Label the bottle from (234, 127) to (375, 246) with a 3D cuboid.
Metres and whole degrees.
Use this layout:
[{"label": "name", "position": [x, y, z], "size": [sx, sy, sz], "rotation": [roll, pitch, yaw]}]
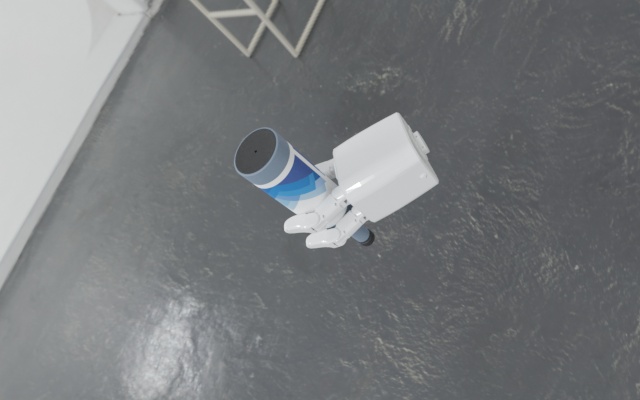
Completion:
[{"label": "bottle", "position": [0.000, 0.002, 0.675], "size": [0.069, 0.069, 0.296], "rotation": [0, -24, 35]}]
